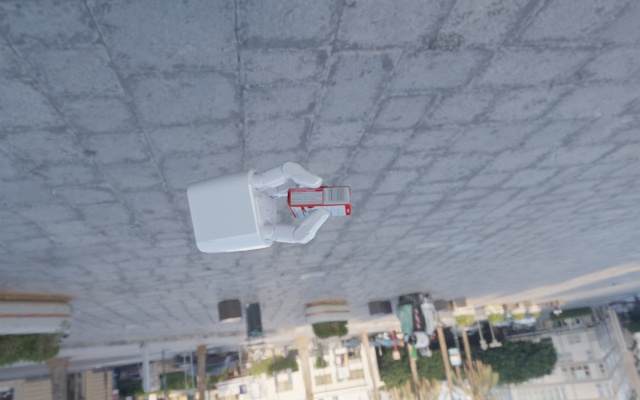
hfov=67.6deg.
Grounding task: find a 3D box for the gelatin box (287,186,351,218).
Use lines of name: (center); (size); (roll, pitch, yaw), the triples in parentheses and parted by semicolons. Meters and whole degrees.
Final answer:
gelatin box: (0.000, 0.003, 0.698); (0.089, 0.030, 0.073); (-2, -14, 4)
